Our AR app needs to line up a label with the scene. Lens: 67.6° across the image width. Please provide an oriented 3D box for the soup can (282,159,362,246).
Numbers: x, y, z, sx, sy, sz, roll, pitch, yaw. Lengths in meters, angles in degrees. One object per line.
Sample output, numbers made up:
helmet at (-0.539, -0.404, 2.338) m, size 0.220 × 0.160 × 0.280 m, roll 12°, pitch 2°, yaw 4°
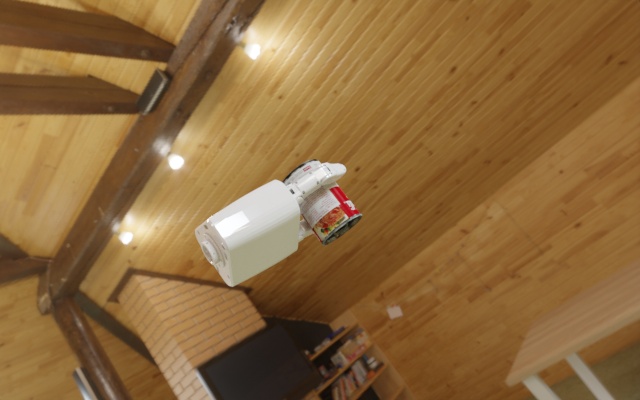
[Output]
soup can at (0.000, 0.002, 0.661) m, size 0.068 × 0.102 × 0.068 m, roll -35°, pitch -13°, yaw -10°
